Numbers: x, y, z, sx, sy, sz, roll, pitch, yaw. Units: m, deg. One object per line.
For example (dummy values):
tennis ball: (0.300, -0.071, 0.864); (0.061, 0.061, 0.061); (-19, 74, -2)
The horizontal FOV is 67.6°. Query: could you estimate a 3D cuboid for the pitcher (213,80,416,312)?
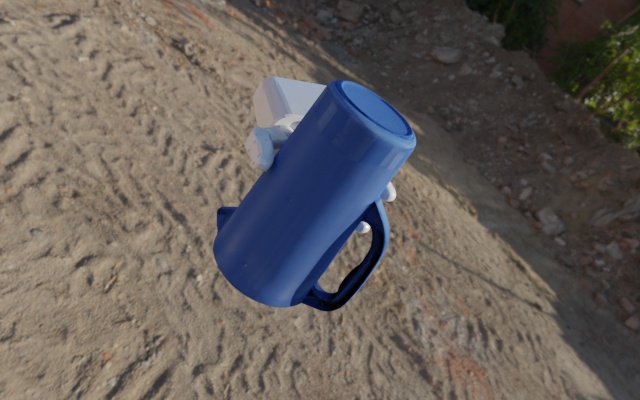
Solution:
pitcher: (0.000, 0.002, 0.526); (0.149, 0.243, 0.145); (19, 32, -31)
